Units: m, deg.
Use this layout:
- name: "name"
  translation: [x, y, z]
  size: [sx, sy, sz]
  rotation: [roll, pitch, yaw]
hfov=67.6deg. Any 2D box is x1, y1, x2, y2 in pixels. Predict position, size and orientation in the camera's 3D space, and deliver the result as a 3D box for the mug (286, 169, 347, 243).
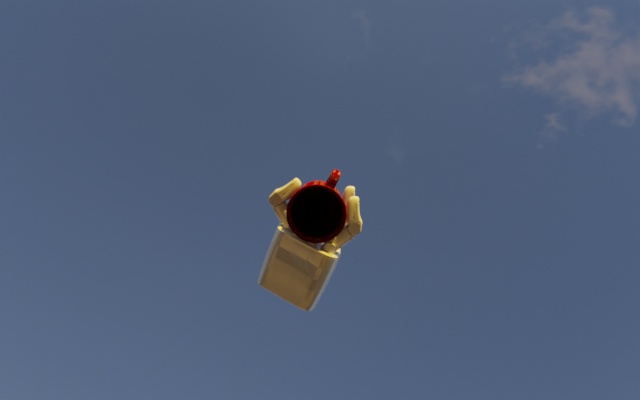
- name: "mug"
  translation: [0.001, 0.001, 0.764]
  size: [0.093, 0.117, 0.081]
  rotation: [24, 11, -3]
